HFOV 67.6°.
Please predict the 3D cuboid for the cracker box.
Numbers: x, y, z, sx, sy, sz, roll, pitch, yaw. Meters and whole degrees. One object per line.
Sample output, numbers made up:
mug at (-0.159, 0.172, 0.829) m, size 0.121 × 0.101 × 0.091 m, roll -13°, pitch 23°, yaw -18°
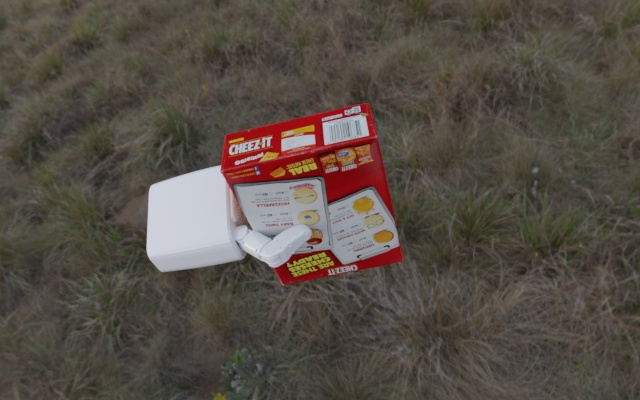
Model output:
cracker box at (0.000, 0.002, 0.564) m, size 0.164 × 0.072 × 0.214 m, roll -12°, pitch -44°, yaw 8°
